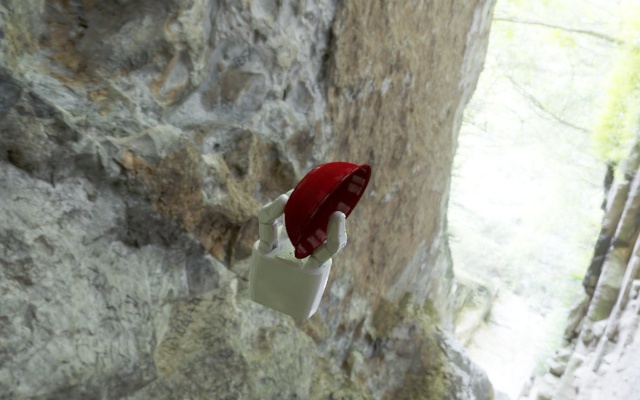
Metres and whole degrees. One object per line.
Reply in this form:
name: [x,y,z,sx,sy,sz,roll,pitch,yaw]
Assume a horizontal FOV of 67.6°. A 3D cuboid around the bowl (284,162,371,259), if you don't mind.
bowl: [0.000,0.001,0.662,0.055,0.162,0.162,39,12,16]
